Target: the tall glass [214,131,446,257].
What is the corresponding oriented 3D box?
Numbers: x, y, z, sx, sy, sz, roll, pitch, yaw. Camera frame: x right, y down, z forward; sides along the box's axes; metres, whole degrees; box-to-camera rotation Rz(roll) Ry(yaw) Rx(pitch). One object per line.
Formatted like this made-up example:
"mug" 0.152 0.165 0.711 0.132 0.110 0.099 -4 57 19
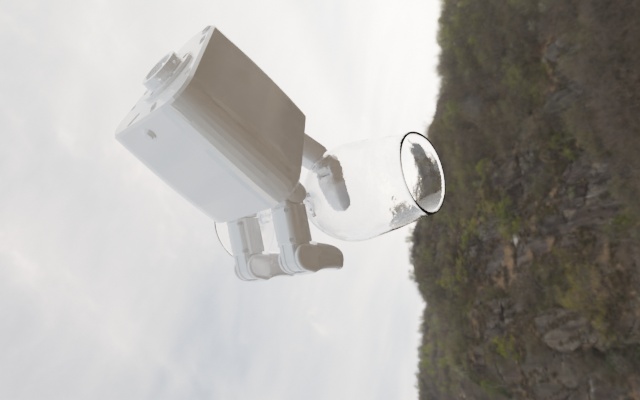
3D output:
"tall glass" 0.000 0.001 0.402 0.201 0.079 0.079 -16 -10 39
